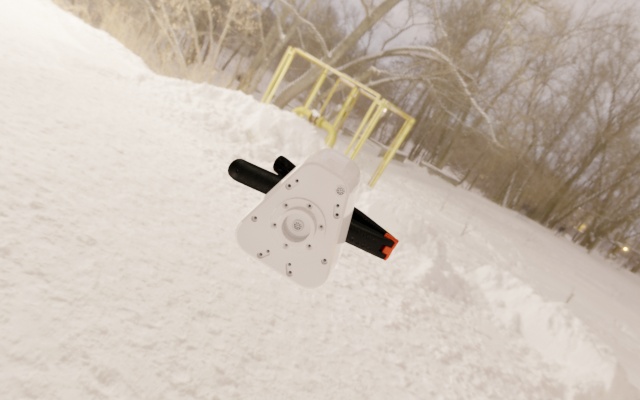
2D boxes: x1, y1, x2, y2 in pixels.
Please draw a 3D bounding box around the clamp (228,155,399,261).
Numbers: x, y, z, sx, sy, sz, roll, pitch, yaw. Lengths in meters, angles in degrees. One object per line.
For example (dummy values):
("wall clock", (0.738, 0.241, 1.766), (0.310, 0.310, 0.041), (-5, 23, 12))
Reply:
("clamp", (0.001, 0.002, 0.593), (0.210, 0.036, 0.164), (31, 14, 1))
